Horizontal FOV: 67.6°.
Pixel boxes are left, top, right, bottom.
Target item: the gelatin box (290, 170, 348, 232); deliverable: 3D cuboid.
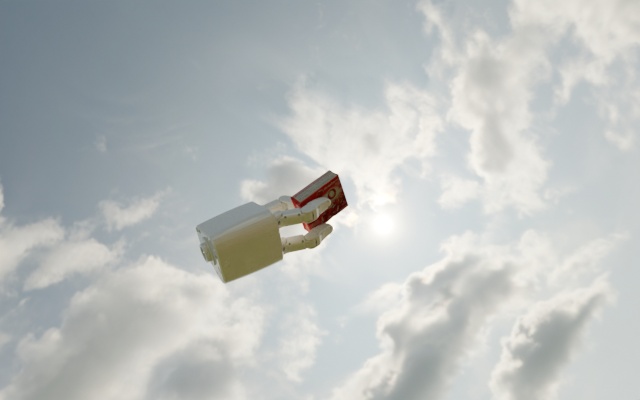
[{"bbox_3d":[0.000,0.002,0.818,0.089,0.073,0.030,-37,42,-19],"label":"gelatin box"}]
